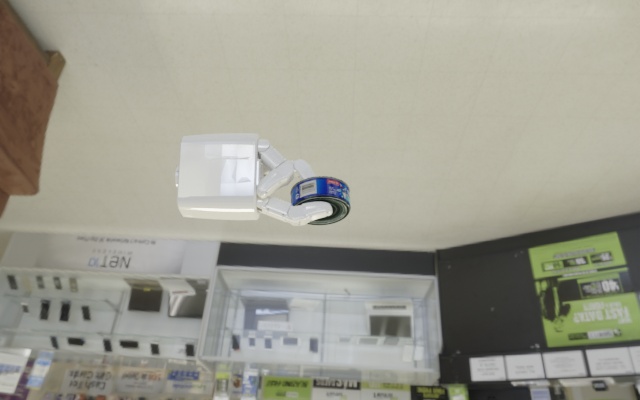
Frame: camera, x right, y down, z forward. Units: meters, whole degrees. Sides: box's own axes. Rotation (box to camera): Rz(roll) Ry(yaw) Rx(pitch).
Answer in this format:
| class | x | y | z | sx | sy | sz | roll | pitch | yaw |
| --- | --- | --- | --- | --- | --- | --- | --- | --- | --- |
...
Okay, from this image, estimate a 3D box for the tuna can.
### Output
| class | x | y | z | sx | sy | sz | roll | pitch | yaw |
| --- | --- | --- | --- | --- | --- | --- | --- | --- | --- |
| tuna can | 0.000 | 0.003 | 0.681 | 0.086 | 0.033 | 0.086 | -2 | -31 | -1 |
